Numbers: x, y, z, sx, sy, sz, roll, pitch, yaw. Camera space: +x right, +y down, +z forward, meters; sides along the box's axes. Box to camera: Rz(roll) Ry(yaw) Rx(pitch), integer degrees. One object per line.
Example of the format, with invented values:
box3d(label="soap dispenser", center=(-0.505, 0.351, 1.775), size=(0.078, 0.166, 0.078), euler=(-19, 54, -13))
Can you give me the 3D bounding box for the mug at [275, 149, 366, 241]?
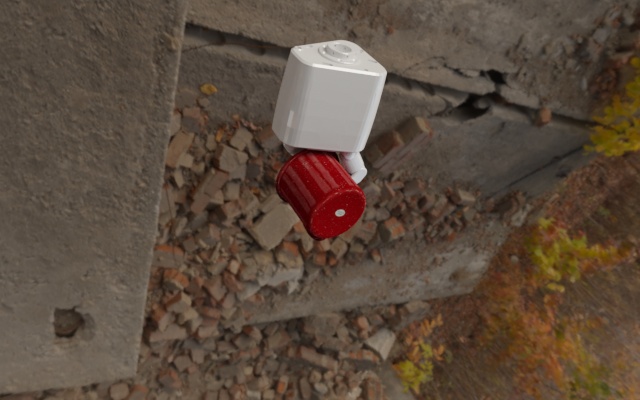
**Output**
box3d(label="mug", center=(0.000, 0.003, 0.601), size=(0.093, 0.117, 0.081), euler=(-9, 44, -30))
